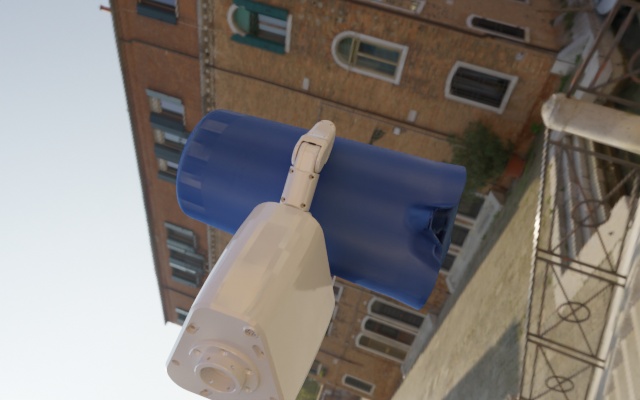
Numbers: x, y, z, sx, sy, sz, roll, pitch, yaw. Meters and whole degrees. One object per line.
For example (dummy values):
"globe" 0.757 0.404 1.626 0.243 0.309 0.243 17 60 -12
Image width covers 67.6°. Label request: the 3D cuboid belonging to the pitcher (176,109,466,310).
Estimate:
"pitcher" 0.000 0.002 0.451 0.243 0.149 0.145 18 38 8
